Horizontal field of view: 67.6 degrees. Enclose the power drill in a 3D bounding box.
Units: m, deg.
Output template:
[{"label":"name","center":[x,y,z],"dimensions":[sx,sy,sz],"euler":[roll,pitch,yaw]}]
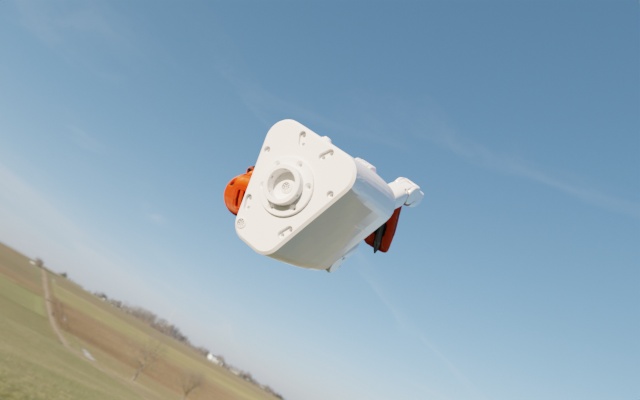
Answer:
[{"label":"power drill","center":[0.000,0.002,0.566],"dimensions":[0.187,0.057,0.184],"euler":[12,12,10]}]
